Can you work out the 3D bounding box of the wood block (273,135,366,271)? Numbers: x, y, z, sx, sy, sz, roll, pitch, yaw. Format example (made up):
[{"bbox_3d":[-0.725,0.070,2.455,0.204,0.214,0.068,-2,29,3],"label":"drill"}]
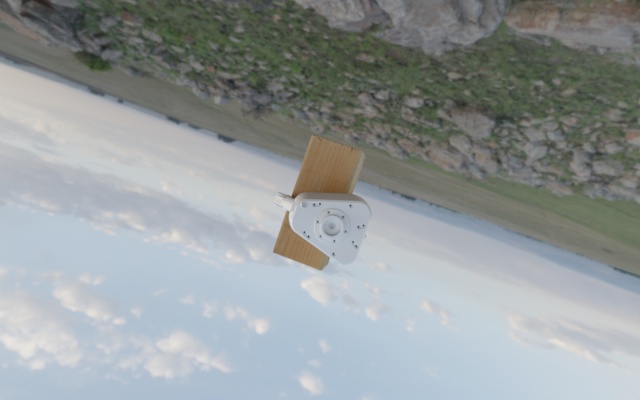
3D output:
[{"bbox_3d":[0.000,0.003,0.820,0.091,0.206,0.090,20,3,8],"label":"wood block"}]
